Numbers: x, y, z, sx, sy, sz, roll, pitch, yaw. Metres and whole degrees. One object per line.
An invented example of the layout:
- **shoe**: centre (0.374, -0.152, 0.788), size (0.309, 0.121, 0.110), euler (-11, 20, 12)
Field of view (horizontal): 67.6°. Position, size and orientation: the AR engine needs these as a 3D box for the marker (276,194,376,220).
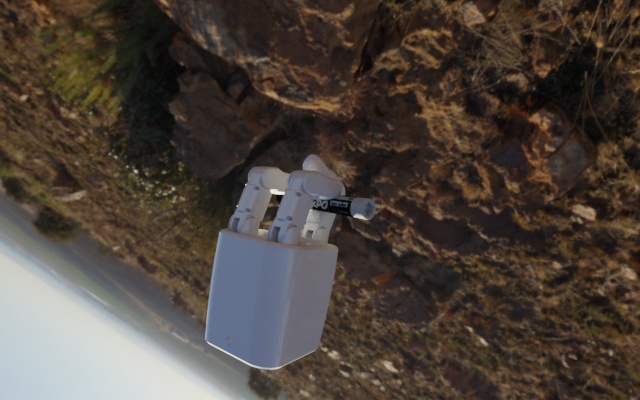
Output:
- **marker**: centre (0.000, 0.001, 0.467), size (0.121, 0.020, 0.020), euler (8, 6, 42)
